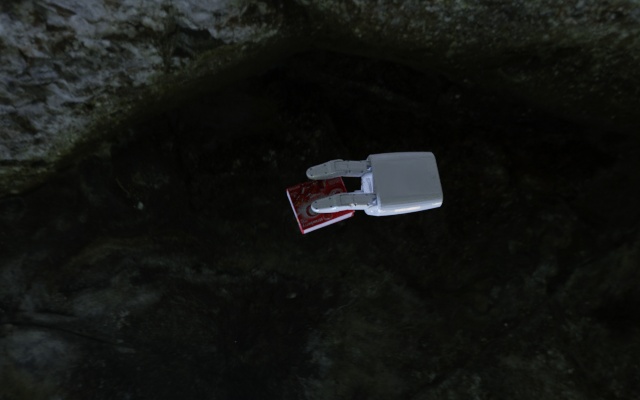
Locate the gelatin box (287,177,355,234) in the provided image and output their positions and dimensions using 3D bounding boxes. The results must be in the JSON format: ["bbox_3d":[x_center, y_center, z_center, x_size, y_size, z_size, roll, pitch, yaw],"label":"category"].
[{"bbox_3d":[0.000,0.003,0.755,0.089,0.073,0.030,-20,-14,-7],"label":"gelatin box"}]
